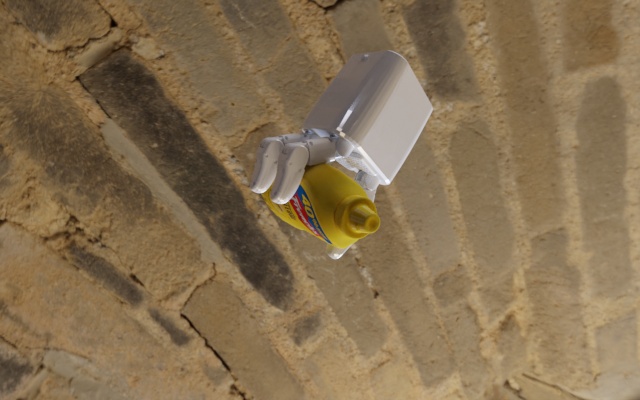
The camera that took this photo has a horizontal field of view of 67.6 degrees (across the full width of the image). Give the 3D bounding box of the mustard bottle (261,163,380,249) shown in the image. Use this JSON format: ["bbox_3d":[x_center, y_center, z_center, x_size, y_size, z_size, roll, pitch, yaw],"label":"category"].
[{"bbox_3d":[0.000,0.002,0.505,0.058,0.096,0.191,-34,26,-20],"label":"mustard bottle"}]
